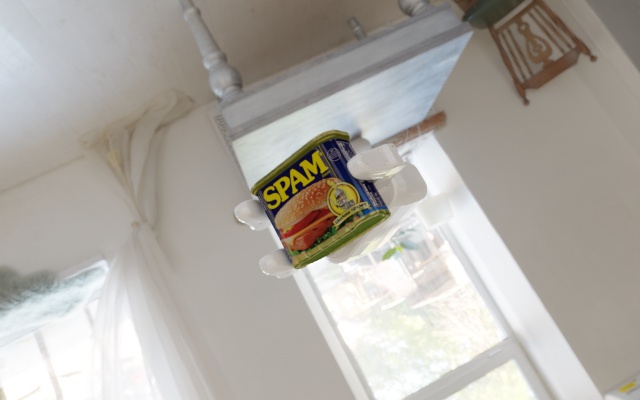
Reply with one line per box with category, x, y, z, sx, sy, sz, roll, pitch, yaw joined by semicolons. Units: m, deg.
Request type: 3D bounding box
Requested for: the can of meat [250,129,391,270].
can of meat;0.000;0.002;0.424;0.102;0.084;0.057;-35;-15;24
